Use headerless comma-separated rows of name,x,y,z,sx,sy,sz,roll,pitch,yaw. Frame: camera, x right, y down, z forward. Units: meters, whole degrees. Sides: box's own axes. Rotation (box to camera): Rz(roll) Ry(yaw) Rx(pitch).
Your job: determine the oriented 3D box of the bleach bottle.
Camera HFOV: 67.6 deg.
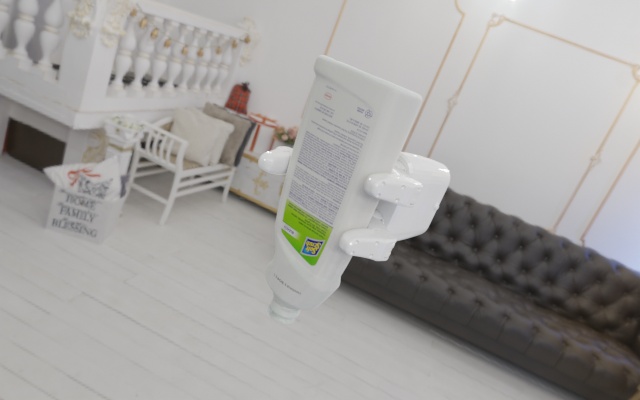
bleach bottle,0.000,0.001,0.453,0.102,0.251,0.068,33,19,33
